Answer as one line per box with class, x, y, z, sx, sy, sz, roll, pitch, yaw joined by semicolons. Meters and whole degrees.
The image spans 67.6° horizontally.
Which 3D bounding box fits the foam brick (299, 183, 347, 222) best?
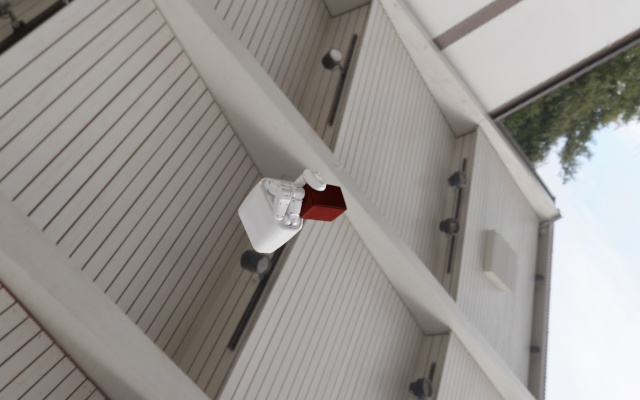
foam brick;0.000;0.003;0.898;0.078;0.053;0.051;9;-36;-34
